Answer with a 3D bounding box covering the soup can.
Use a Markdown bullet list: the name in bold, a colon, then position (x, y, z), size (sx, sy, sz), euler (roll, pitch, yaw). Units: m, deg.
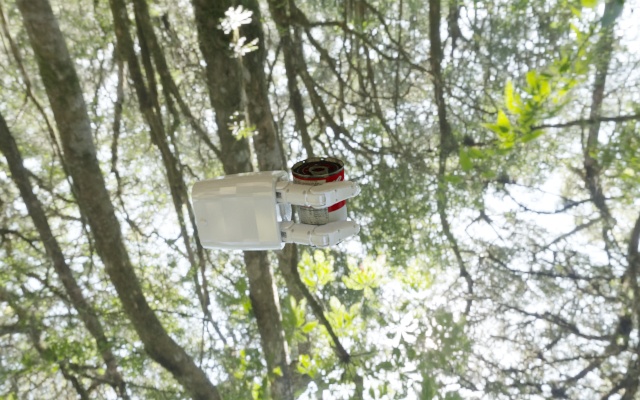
- **soup can**: position (0.001, 0.002, 0.625), size (0.068, 0.102, 0.068), euler (-4, 24, 2)
